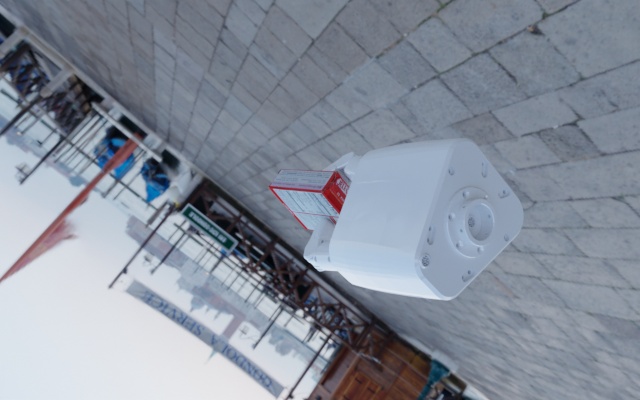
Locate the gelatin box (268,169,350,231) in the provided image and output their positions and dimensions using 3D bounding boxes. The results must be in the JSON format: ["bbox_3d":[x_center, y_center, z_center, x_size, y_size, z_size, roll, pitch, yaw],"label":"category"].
[{"bbox_3d":[0.000,0.002,0.492,0.089,0.030,0.073,5,-36,47],"label":"gelatin box"}]
